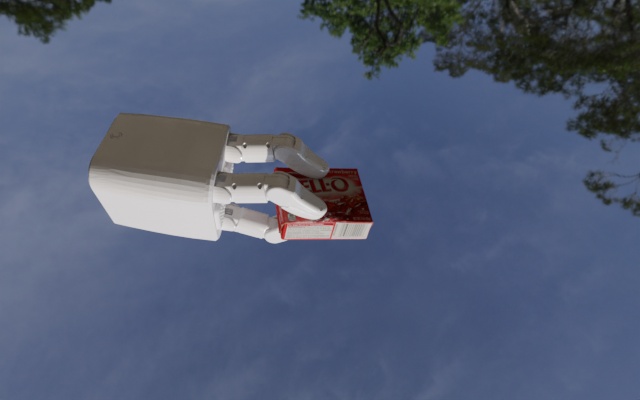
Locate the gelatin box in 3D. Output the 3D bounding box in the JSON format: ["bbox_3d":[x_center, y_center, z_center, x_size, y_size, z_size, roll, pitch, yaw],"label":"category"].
[{"bbox_3d":[0.000,0.002,0.472,0.089,0.073,0.030,1,-42,-15],"label":"gelatin box"}]
